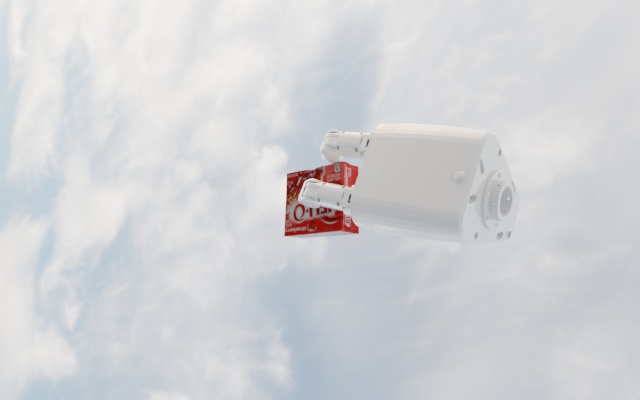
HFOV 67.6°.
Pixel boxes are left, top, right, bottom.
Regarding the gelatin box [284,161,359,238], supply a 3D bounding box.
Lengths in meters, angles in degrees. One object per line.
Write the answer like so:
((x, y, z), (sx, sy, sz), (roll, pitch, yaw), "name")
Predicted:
((0.000, 0.002, 0.519), (0.089, 0.073, 0.030), (-8, -14, 43), "gelatin box")
